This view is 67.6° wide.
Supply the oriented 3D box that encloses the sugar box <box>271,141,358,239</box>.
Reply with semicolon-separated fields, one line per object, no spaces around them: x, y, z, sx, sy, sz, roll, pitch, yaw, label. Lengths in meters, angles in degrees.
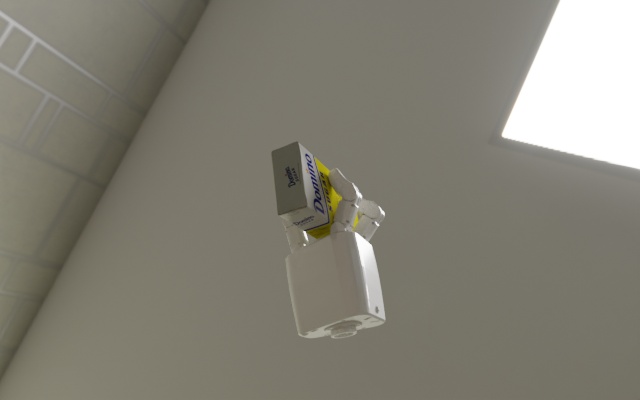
0.001;0.002;0.642;0.048;0.093;0.176;-18;-27;18;sugar box
